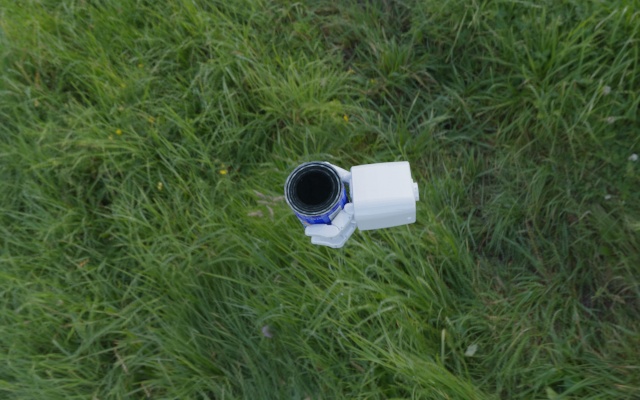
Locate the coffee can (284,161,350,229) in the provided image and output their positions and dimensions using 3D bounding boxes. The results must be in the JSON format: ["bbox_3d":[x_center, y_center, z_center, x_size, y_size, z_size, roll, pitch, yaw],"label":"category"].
[{"bbox_3d":[0.000,0.003,0.876,0.103,0.102,0.140,0,-20,11],"label":"coffee can"}]
